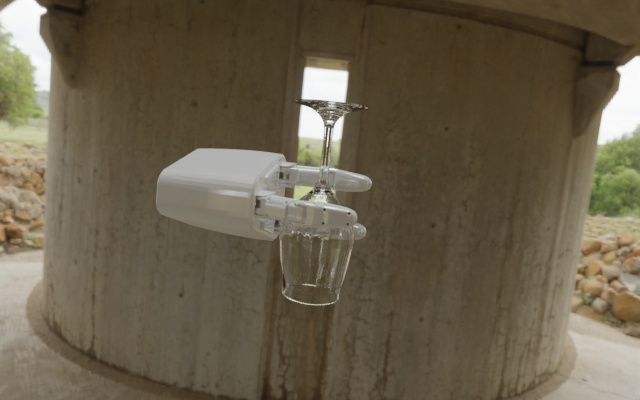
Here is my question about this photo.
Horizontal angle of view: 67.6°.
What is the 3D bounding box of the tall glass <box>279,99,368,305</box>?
[{"bbox_3d":[0.000,0.001,0.492,0.079,0.201,0.079,6,7,-1],"label":"tall glass"}]
